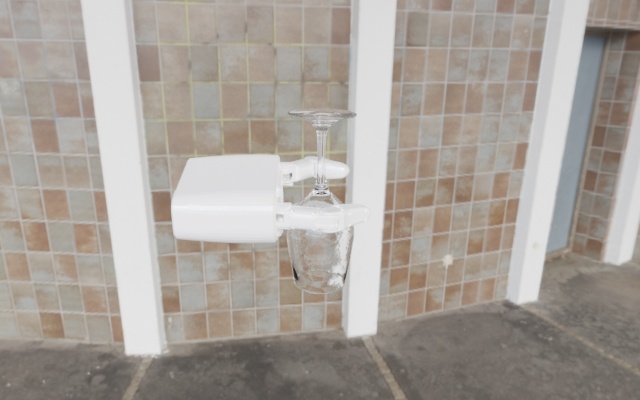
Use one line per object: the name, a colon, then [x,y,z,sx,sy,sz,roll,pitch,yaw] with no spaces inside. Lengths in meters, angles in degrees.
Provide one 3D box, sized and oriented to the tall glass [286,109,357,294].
tall glass: [0.000,0.001,0.538,0.079,0.201,0.079,0,18,0]
